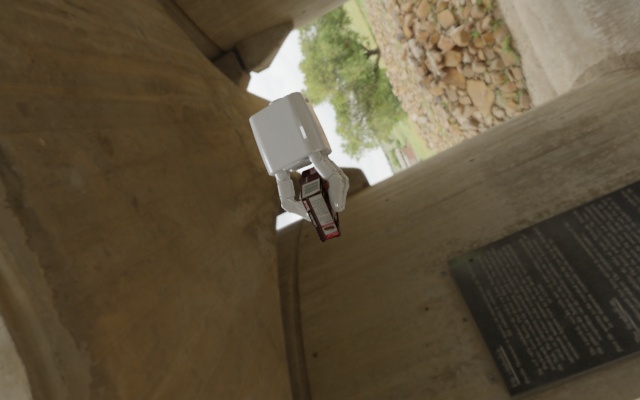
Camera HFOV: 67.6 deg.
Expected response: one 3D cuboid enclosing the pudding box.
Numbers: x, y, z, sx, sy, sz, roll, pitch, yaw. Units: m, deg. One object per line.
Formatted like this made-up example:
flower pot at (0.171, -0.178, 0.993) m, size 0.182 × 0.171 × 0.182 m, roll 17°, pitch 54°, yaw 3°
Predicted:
pudding box at (0.000, 0.003, 0.799) m, size 0.039 × 0.090 × 0.113 m, roll -20°, pitch 25°, yaw 11°
